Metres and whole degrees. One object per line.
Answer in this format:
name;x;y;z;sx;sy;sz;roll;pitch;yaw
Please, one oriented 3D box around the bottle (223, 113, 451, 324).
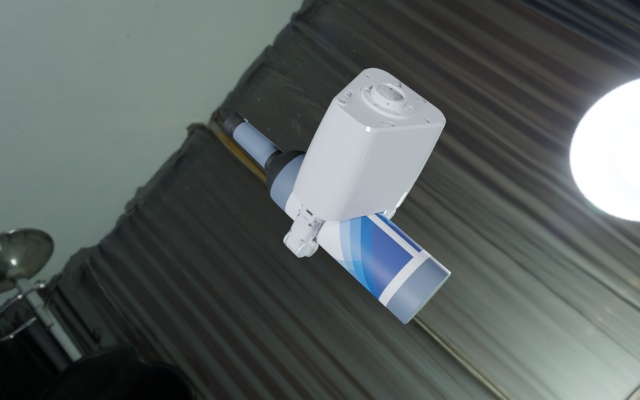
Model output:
bottle;0.000;0.002;0.506;0.295;0.069;0.069;42;16;19
